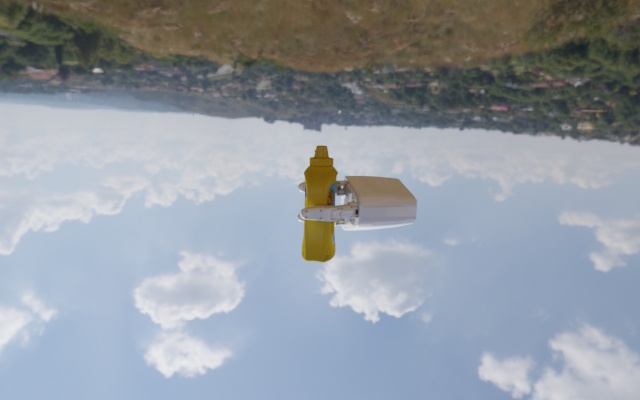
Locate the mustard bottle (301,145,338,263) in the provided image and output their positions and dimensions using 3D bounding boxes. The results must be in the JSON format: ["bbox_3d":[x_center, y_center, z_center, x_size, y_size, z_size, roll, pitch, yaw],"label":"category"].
[{"bbox_3d":[0.000,0.003,0.814,0.058,0.191,0.096,4,10,10],"label":"mustard bottle"}]
